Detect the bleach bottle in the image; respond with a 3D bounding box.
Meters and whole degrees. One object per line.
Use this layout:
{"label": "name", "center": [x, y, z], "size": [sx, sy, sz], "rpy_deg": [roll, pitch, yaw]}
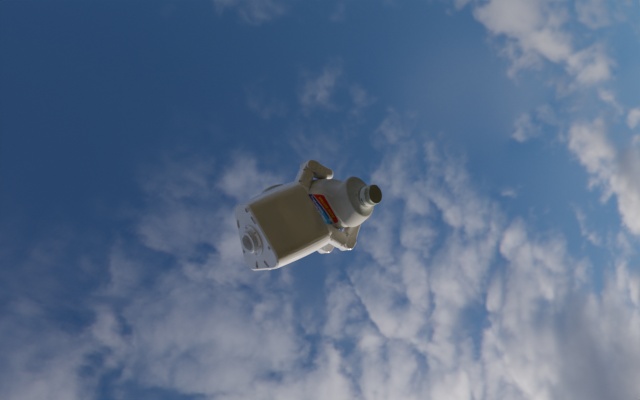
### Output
{"label": "bleach bottle", "center": [0.000, 0.003, 0.797], "size": [0.068, 0.102, 0.251], "rpy_deg": [-23, 5, -40]}
